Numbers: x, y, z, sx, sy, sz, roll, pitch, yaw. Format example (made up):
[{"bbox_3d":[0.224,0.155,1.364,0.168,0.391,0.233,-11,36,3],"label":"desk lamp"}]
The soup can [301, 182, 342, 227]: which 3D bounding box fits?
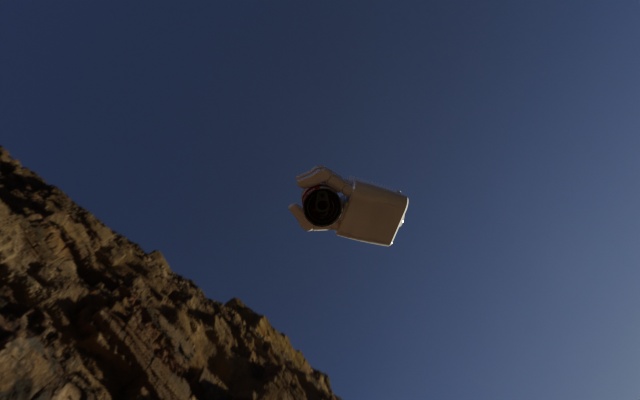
[{"bbox_3d":[0.000,0.003,0.863,0.068,0.068,0.102,0,11,-5],"label":"soup can"}]
